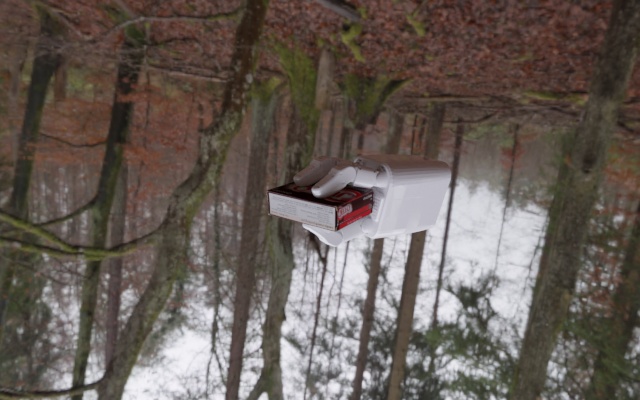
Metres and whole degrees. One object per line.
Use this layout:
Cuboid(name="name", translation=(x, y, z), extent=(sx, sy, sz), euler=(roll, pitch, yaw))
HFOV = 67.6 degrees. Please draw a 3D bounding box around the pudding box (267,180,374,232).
Cuboid(name="pudding box", translation=(0.000, 0.002, 0.627), extent=(0.113, 0.039, 0.090), euler=(10, 19, 34))
